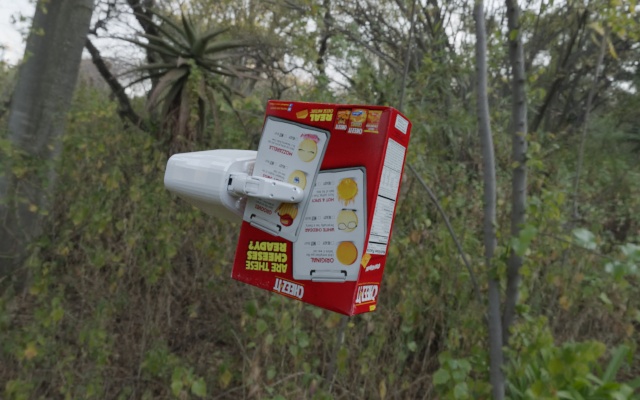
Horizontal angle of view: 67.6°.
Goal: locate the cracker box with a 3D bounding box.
[{"bbox_3d":[0.000,0.002,0.537,0.164,0.213,0.072,10,-1,33],"label":"cracker box"}]
